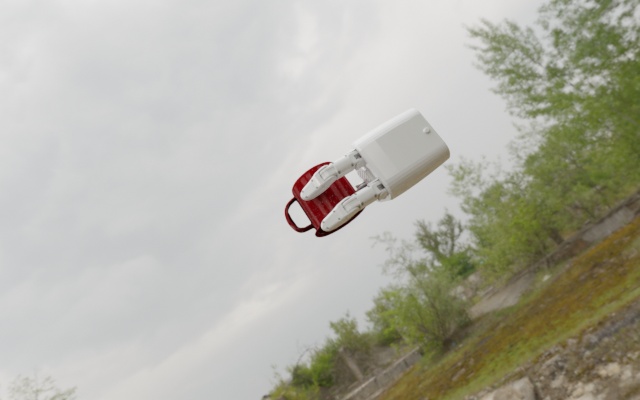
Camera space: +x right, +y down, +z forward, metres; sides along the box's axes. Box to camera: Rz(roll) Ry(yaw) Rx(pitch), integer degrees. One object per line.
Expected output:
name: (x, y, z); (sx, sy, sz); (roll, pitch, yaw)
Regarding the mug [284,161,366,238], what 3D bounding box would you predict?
mug: (-0.001, 0.003, 0.716); (0.117, 0.081, 0.093); (-32, -18, -8)
